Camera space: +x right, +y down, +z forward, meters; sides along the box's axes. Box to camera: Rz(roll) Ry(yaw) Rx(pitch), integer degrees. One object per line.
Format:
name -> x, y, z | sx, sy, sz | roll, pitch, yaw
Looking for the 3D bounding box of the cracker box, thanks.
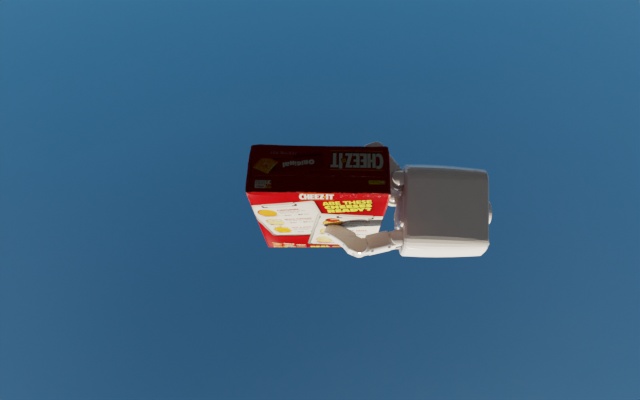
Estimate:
cracker box -> 0.000, 0.002, 0.637 | 0.164, 0.072, 0.214 | 0, -22, 1
